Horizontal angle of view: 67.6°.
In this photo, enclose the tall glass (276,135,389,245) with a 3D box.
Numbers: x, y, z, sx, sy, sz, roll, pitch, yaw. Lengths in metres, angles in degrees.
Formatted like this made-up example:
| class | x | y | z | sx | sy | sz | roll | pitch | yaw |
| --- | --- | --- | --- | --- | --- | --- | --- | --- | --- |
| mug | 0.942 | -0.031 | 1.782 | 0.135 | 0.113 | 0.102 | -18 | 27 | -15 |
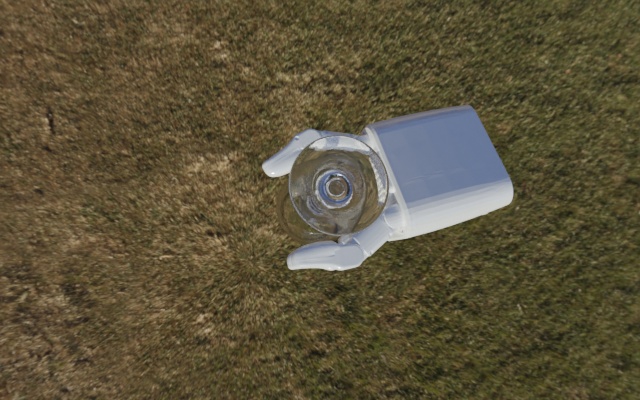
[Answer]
| class | x | y | z | sx | sy | sz | roll | pitch | yaw |
| --- | --- | --- | --- | --- | --- | --- | --- | --- | --- |
| tall glass | 0.000 | 0.001 | 0.441 | 0.079 | 0.079 | 0.201 | 0 | -7 | -9 |
